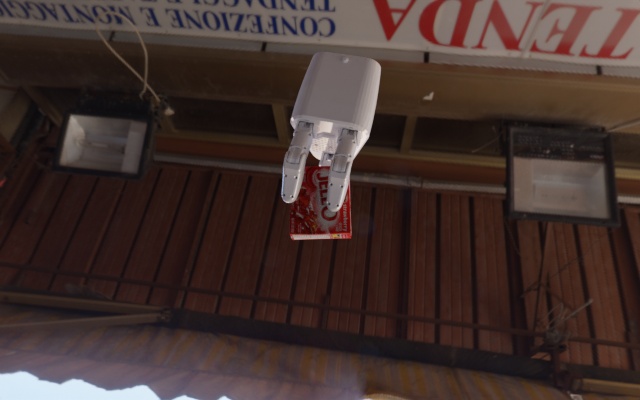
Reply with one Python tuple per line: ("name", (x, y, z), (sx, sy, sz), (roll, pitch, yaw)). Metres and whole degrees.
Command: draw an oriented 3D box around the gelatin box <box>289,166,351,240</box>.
("gelatin box", (0.000, 0.002, 0.582), (0.073, 0.089, 0.030), (-1, -19, 4))
